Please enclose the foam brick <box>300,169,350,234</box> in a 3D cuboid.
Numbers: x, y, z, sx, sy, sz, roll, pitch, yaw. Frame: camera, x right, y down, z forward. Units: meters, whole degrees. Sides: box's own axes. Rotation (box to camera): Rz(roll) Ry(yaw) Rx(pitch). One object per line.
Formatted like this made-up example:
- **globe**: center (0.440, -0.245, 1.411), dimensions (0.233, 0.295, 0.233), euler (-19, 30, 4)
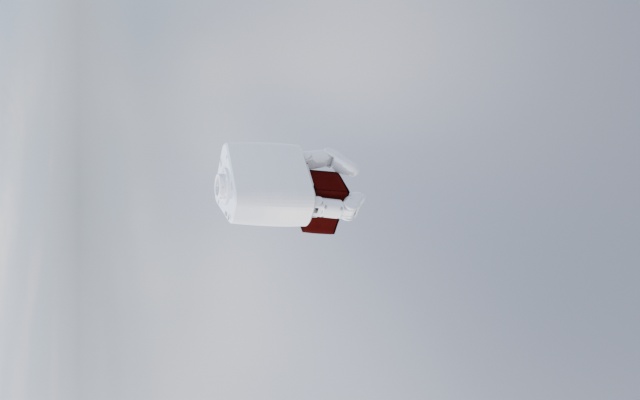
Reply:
- **foam brick**: center (0.000, 0.003, 0.682), dimensions (0.051, 0.078, 0.053), euler (3, 35, -23)
